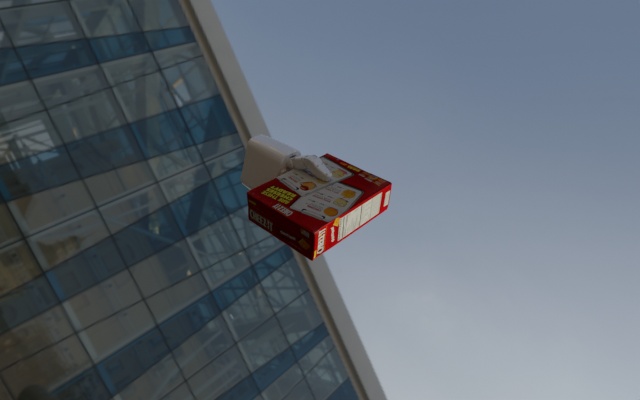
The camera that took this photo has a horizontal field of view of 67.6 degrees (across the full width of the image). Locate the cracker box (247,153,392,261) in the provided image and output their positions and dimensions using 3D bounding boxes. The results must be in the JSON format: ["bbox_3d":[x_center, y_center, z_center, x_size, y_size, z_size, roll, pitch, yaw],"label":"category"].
[{"bbox_3d":[0.000,0.003,0.870,0.164,0.072,0.213,29,42,33],"label":"cracker box"}]
